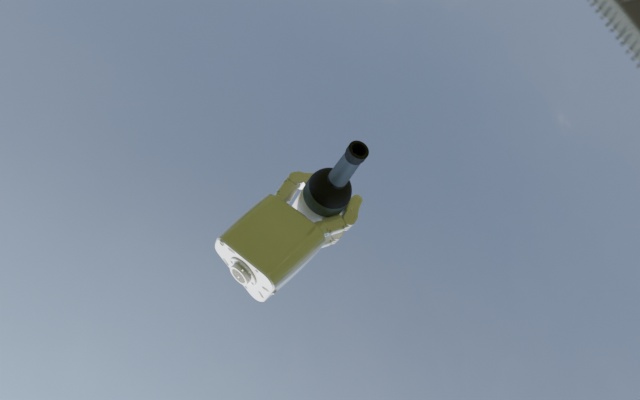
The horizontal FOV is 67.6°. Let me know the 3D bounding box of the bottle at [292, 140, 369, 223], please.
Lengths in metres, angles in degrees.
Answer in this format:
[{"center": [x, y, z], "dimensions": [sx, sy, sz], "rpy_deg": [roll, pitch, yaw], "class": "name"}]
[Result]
[{"center": [0.000, 0.002, 0.714], "dimensions": [0.069, 0.069, 0.296], "rpy_deg": [0, -26, -21], "class": "bottle"}]
